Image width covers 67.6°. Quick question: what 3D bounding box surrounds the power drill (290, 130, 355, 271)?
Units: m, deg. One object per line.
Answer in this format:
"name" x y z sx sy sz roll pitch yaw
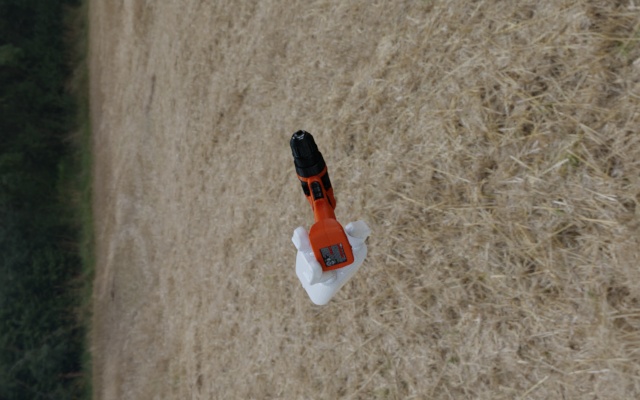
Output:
"power drill" 0.000 0.003 0.761 0.057 0.187 0.185 -17 -44 5
